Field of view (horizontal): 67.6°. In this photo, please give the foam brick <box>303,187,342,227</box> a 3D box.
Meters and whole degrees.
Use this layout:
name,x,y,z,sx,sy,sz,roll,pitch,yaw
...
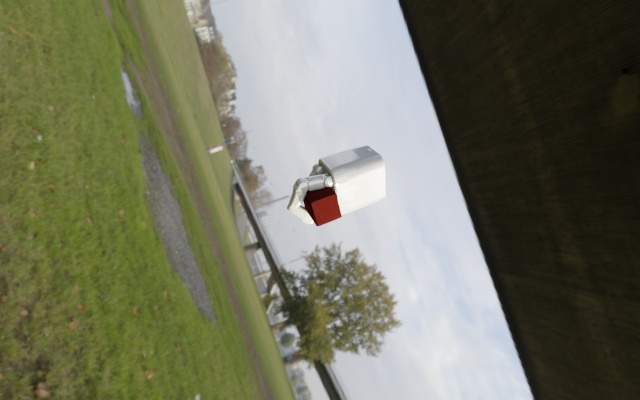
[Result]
name,x,y,z,sx,sy,sz,roll,pitch,yaw
foam brick,0.000,0.003,0.890,0.051,0.053,0.078,-19,28,-10
